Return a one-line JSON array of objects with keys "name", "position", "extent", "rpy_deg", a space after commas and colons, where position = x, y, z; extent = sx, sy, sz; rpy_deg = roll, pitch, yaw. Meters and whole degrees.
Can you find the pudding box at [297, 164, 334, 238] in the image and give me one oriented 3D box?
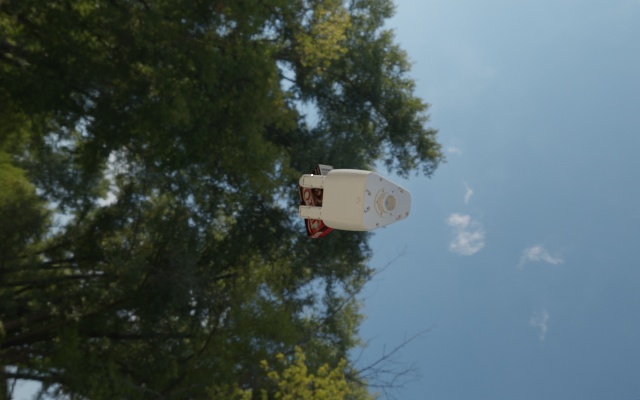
[{"name": "pudding box", "position": [0.000, 0.003, 0.891], "extent": [0.039, 0.113, 0.090], "rpy_deg": [4, -28, -32]}]
